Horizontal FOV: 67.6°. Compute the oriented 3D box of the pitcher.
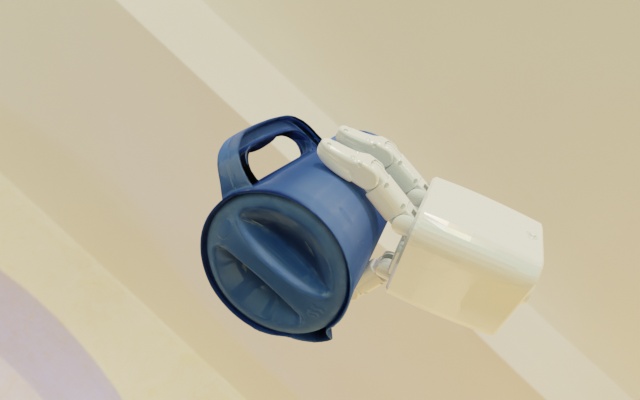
[{"bbox_3d":[0.000,0.002,0.467,0.145,0.149,0.242,24,30,12],"label":"pitcher"}]
